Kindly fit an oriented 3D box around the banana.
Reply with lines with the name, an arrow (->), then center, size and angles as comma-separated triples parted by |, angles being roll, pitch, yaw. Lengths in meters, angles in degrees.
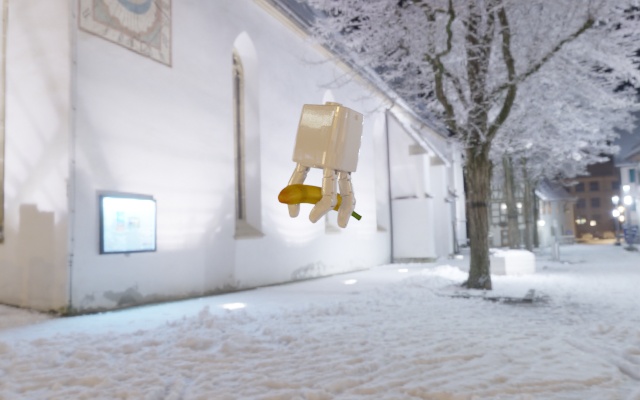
banana -> -0.008, -0.004, 0.865 | 0.198, 0.037, 0.069 | 12, 16, -40
